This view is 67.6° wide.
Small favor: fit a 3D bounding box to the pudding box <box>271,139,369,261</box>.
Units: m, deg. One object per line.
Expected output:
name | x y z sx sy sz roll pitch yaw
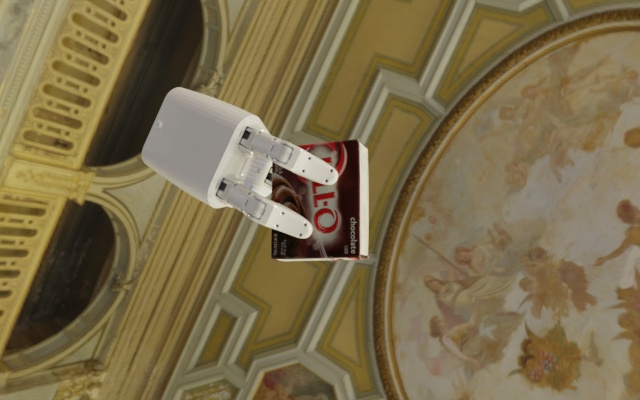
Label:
pudding box | 0.000 0.002 0.461 0.090 0.113 0.039 -4 -8 22
